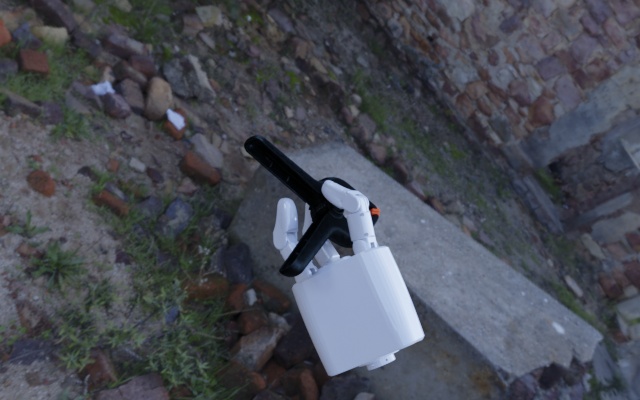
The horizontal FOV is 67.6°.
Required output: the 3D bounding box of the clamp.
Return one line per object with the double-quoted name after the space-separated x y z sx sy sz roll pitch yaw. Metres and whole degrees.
0.001 0.002 0.573 0.036 0.164 0.210 -32 -18 33 "clamp"
